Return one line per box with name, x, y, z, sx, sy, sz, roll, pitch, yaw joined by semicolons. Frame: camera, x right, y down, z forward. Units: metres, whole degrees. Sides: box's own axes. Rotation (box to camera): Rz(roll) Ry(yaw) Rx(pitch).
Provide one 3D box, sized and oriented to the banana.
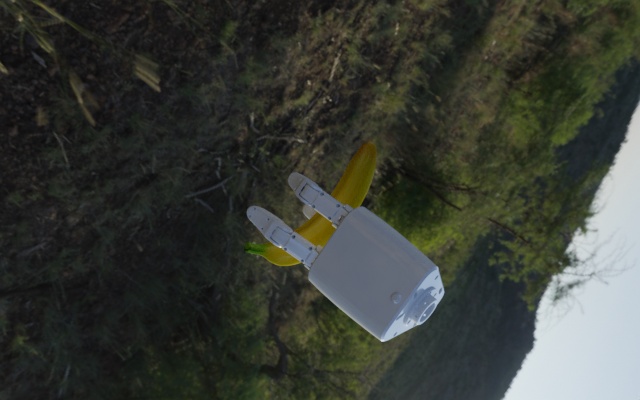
banana;0.005;0.016;0.571;0.037;0.198;0.070;38;-14;45
